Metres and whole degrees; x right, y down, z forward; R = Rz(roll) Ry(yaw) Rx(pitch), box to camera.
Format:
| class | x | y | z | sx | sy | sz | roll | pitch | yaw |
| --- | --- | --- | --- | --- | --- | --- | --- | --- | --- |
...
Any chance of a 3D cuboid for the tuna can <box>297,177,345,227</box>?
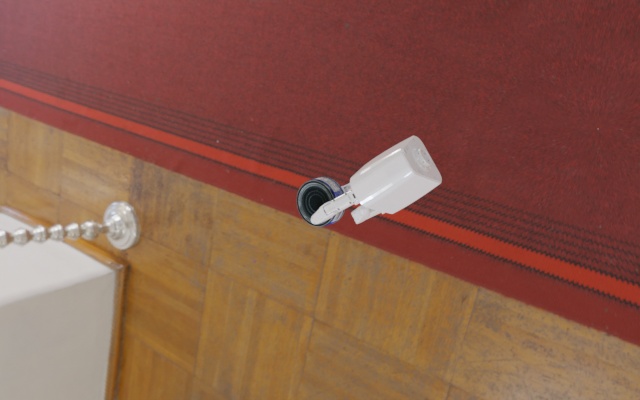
| class | x | y | z | sx | sy | sz | roll | pitch | yaw |
| --- | --- | --- | --- | --- | --- | --- | --- | --- | --- |
| tuna can | 0.000 | 0.003 | 0.839 | 0.086 | 0.086 | 0.033 | 0 | 10 | 35 |
